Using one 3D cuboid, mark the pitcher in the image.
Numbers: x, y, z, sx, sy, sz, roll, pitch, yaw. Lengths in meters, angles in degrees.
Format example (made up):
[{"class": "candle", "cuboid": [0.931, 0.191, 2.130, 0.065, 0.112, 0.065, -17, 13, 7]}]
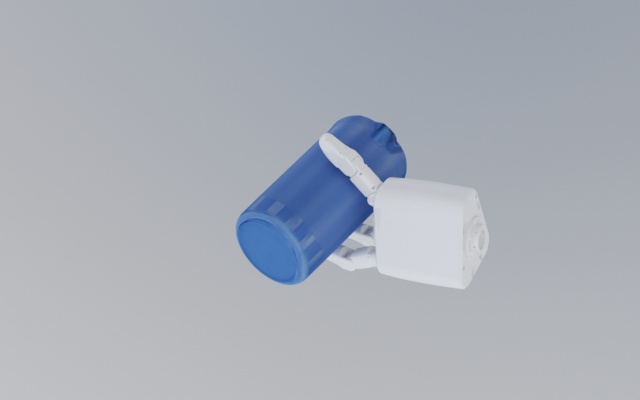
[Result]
[{"class": "pitcher", "cuboid": [0.000, 0.002, 0.637, 0.145, 0.149, 0.242, 11, 39, 34]}]
